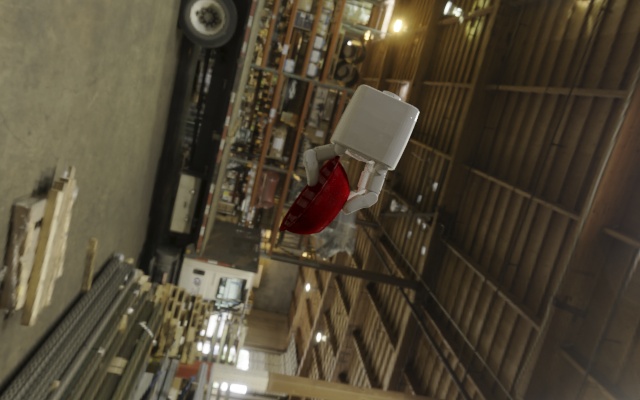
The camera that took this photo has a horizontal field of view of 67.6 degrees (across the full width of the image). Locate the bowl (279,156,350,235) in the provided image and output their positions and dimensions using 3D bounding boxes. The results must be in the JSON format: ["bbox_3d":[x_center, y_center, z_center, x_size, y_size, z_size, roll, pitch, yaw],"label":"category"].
[{"bbox_3d":[0.000,0.004,0.806,0.055,0.162,0.162,38,-8,-10],"label":"bowl"}]
